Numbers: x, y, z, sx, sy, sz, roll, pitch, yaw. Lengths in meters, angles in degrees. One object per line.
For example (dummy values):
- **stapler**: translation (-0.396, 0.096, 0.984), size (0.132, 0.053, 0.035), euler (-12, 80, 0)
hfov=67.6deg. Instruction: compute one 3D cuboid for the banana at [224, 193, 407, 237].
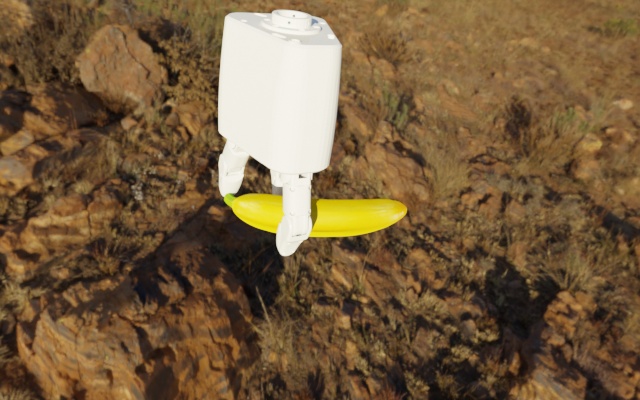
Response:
- **banana**: translation (-0.003, 0.011, 0.489), size (0.198, 0.037, 0.069), euler (5, 29, -4)
